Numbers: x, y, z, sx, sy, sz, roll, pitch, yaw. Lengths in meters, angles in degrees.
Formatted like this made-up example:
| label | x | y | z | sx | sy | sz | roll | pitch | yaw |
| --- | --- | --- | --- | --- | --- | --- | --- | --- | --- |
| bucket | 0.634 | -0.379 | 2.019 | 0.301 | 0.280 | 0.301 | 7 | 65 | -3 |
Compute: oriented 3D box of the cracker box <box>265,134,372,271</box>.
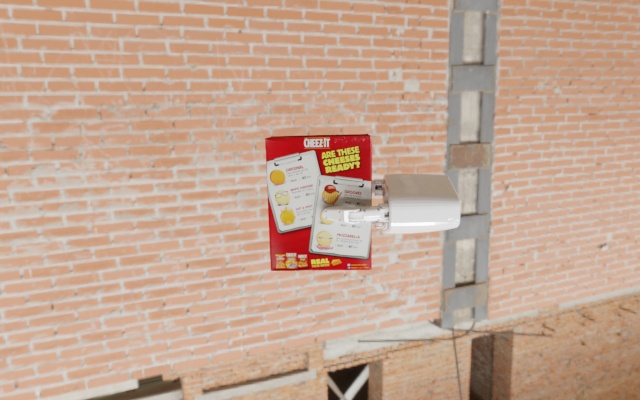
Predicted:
| label | x | y | z | sx | sy | sz | roll | pitch | yaw |
| --- | --- | --- | --- | --- | --- | --- | --- | --- | --- |
| cracker box | 0.000 | 0.003 | 0.766 | 0.164 | 0.214 | 0.072 | -1 | 11 | 2 |
